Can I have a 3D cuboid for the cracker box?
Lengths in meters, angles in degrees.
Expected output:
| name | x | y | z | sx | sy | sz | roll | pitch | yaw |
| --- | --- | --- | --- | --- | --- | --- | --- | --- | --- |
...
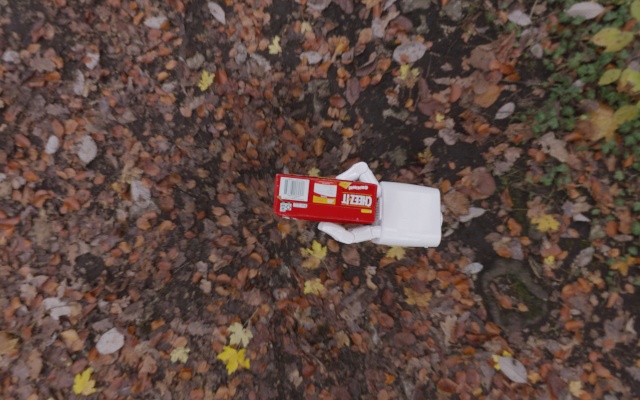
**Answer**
| name | x | y | z | sx | sy | sz | roll | pitch | yaw |
| --- | --- | --- | --- | --- | --- | --- | --- | --- | --- |
| cracker box | 0.000 | 0.003 | 0.850 | 0.164 | 0.072 | 0.214 | 5 | -3 | -4 |
